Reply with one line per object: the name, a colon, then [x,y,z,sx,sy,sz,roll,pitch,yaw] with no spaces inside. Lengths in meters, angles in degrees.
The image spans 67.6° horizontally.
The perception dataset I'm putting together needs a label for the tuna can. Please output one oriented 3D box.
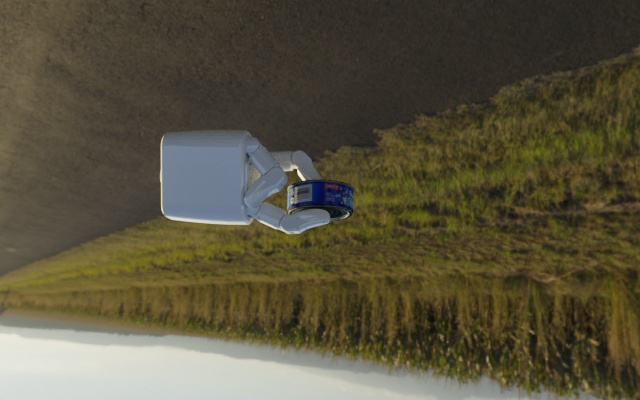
tuna can: [0.000,0.003,0.612,0.086,0.033,0.086,0,-16,0]
